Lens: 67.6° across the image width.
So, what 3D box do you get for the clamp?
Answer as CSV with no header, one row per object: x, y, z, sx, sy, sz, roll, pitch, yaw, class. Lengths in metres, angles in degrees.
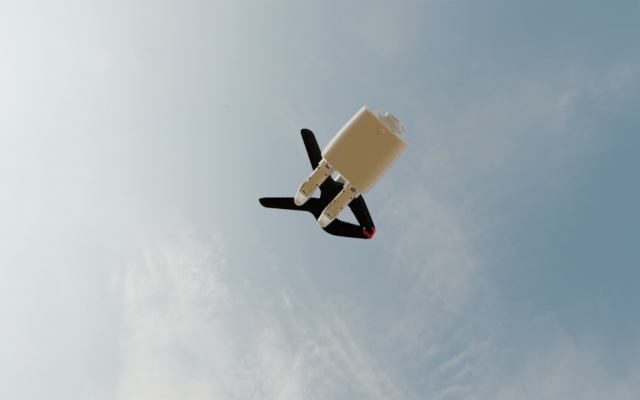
0.001,0.003,0.823,0.165,0.210,0.036,-49,-5,24,clamp
